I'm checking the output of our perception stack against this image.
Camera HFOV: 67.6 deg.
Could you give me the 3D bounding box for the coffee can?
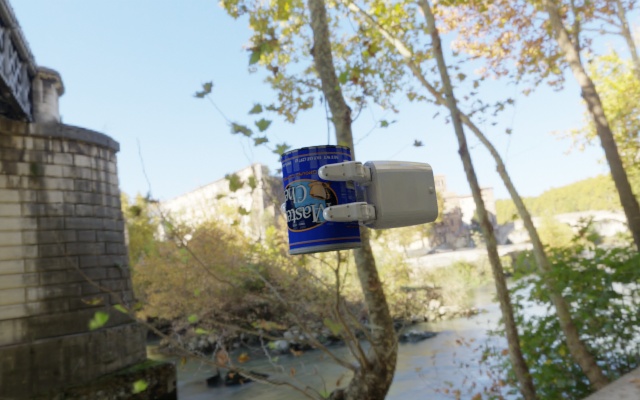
[{"bbox_3d":[0.000,0.002,0.675,0.103,0.140,0.103,-6,-8,-1],"label":"coffee can"}]
